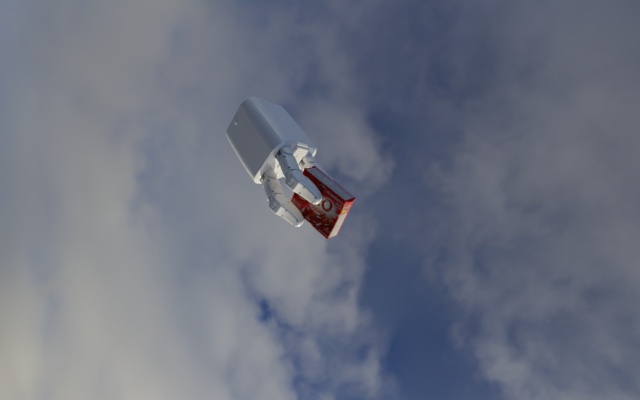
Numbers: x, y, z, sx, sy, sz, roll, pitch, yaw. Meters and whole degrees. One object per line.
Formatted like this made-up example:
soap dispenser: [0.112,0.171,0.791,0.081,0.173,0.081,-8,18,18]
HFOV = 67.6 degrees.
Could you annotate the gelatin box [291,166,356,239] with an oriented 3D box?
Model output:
gelatin box: [0.001,0.002,0.722,0.089,0.073,0.030,39,33,23]
